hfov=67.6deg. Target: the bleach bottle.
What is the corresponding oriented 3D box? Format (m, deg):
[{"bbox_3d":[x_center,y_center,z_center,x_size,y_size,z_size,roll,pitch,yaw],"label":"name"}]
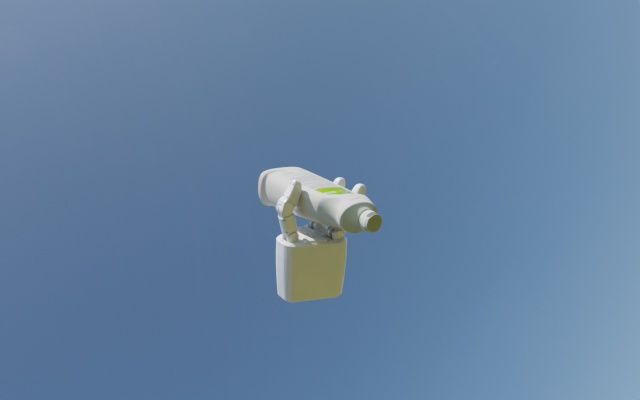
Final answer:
[{"bbox_3d":[0.000,0.003,0.785,0.102,0.068,0.250,-11,21,-33],"label":"bleach bottle"}]
